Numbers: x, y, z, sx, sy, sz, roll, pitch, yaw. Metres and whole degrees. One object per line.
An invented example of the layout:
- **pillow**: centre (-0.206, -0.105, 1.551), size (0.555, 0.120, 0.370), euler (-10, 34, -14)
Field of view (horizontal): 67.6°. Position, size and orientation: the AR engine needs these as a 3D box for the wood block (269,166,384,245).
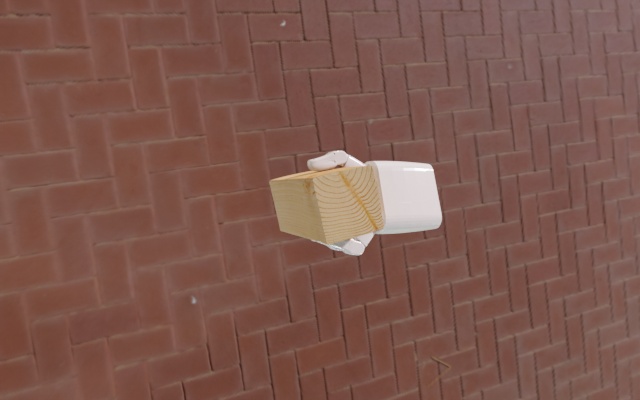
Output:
- **wood block**: centre (0.000, 0.002, 0.717), size (0.090, 0.091, 0.206), euler (-14, 6, -21)
